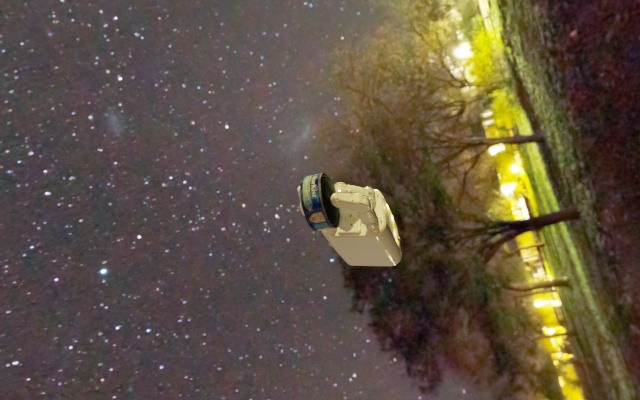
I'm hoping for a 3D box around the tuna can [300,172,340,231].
[{"bbox_3d":[0.000,0.002,0.716,0.034,0.086,0.086,-13,-4,17],"label":"tuna can"}]
